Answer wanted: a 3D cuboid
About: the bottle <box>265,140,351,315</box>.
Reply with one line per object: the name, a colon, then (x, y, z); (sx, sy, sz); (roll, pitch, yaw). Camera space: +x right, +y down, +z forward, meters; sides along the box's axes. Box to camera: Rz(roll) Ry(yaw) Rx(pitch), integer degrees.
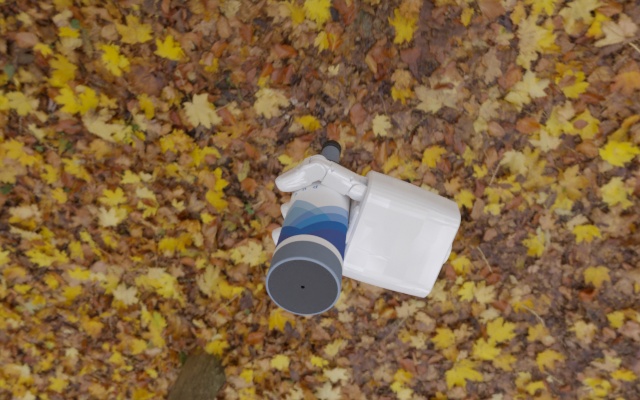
bottle: (0.000, 0.002, 0.541); (0.069, 0.069, 0.295); (0, 30, 7)
